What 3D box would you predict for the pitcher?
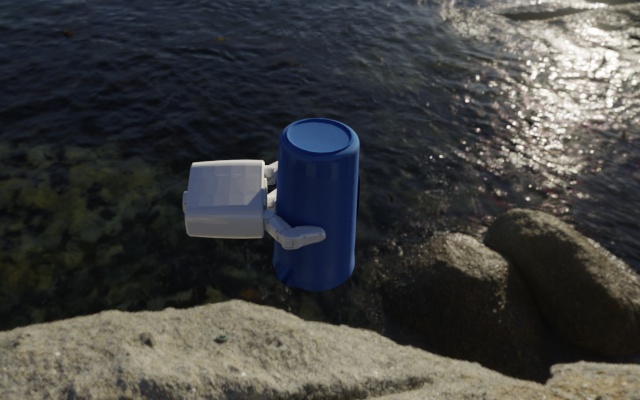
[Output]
[{"bbox_3d":[0.000,0.002,0.711,0.145,0.243,0.149,-1,39,-5],"label":"pitcher"}]
